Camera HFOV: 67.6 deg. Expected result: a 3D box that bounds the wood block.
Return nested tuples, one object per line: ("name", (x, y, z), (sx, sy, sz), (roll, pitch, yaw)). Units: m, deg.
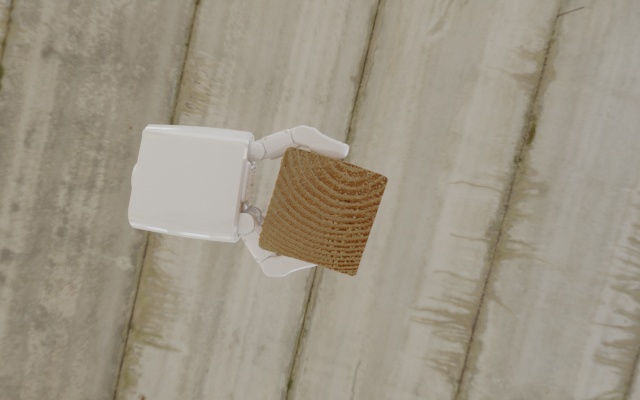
("wood block", (0.000, 0.001, 0.496), (0.090, 0.091, 0.206), (17, 4, -2))
